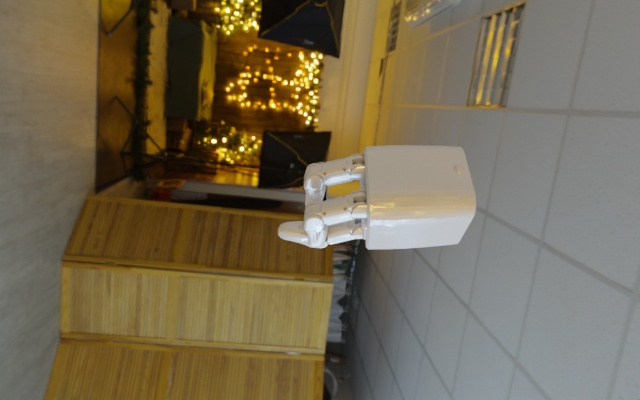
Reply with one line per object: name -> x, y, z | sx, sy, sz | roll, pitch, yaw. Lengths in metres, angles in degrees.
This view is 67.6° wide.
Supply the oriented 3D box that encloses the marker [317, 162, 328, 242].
marker -> 0.000, 0.002, 0.575 | 0.020, 0.121, 0.020 | 1, -41, 1
